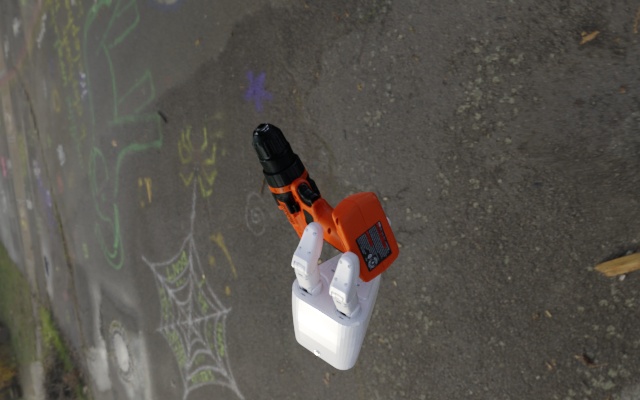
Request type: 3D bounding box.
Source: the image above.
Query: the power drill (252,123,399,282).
[{"bbox_3d":[0.000,0.002,0.560,0.057,0.184,0.187,-38,35,-15],"label":"power drill"}]
